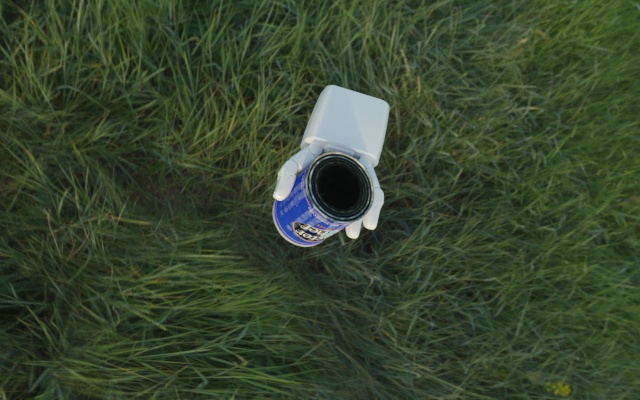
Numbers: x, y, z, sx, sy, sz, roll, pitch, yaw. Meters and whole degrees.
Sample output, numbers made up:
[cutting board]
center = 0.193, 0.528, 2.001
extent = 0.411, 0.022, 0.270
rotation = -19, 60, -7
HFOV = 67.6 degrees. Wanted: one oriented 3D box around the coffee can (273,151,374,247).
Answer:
[coffee can]
center = 0.000, 0.002, 0.698
extent = 0.103, 0.102, 0.140
rotation = 0, -18, -25
